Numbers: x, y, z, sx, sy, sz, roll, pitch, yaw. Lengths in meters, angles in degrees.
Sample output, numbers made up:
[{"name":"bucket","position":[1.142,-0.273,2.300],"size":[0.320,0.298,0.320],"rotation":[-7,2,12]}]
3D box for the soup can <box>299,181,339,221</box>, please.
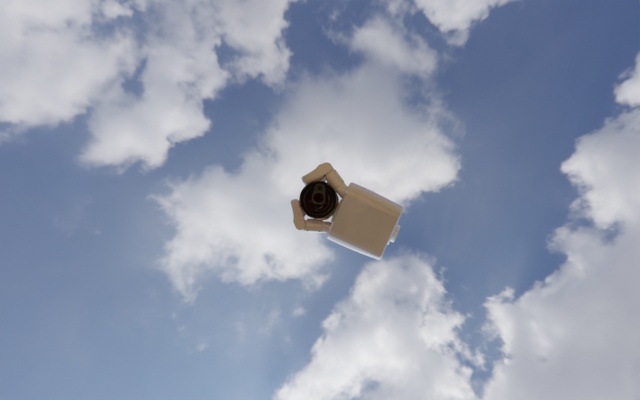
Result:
[{"name":"soup can","position":[0.000,0.003,0.885],"size":[0.068,0.068,0.102],"rotation":[0,-5,5]}]
